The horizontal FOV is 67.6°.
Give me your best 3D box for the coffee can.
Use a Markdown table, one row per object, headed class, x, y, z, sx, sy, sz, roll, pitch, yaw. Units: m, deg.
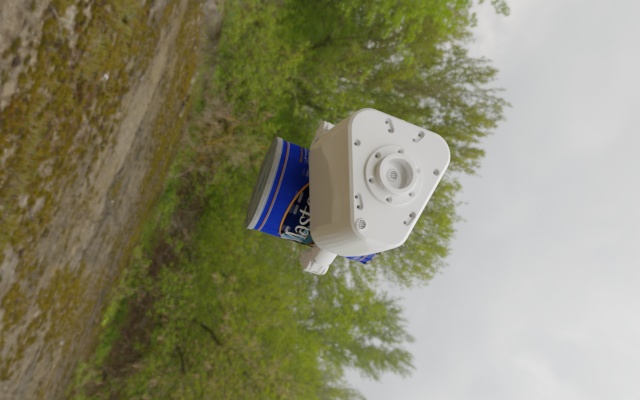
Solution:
| class | x | y | z | sx | sy | sz | roll | pitch | yaw |
| --- | --- | --- | --- | --- | --- | --- | --- | --- | --- |
| coffee can | 0.000 | 0.002 | 0.526 | 0.140 | 0.103 | 0.103 | 19 | -4 | -13 |
